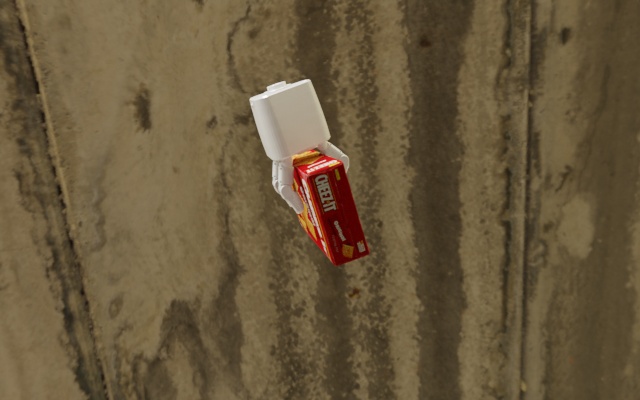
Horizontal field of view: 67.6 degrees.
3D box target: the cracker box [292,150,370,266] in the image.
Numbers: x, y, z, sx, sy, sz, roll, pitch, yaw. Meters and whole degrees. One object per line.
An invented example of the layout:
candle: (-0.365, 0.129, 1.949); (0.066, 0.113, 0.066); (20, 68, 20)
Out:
cracker box: (0.000, 0.003, 0.850); (0.072, 0.164, 0.213); (-21, 17, -10)
